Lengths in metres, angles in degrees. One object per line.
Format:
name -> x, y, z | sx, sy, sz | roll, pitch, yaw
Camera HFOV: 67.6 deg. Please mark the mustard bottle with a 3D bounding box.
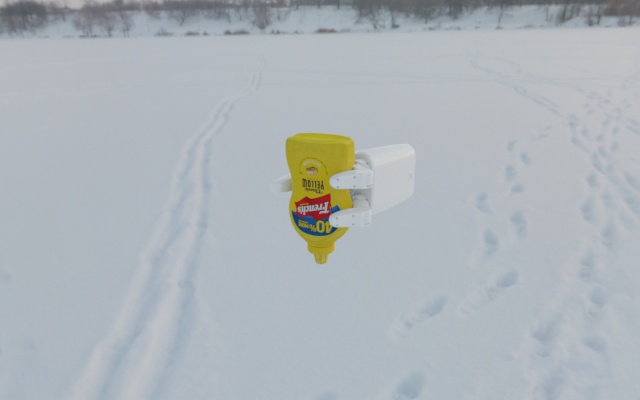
mustard bottle -> 0.000, 0.002, 0.687 | 0.096, 0.192, 0.058 | 8, 21, 23
